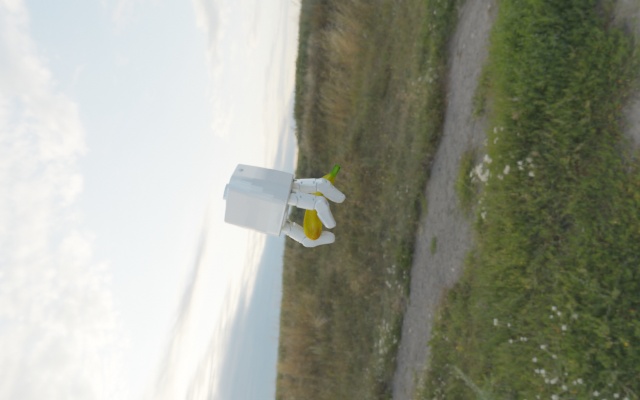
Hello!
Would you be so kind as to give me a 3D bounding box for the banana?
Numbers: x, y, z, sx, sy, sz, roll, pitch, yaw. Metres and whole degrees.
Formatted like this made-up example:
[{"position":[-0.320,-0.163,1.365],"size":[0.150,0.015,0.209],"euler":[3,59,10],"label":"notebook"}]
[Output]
[{"position":[-0.005,0.012,0.908],"size":[0.037,0.197,0.070],"euler":[21,-44,-5],"label":"banana"}]
